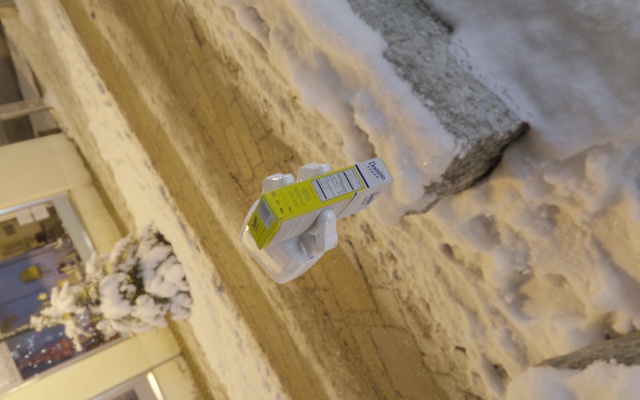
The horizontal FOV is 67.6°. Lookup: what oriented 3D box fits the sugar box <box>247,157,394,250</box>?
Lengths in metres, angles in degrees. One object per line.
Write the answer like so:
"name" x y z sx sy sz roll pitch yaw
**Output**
"sugar box" 0.000 0.002 0.619 0.176 0.048 0.093 -22 -16 -30
